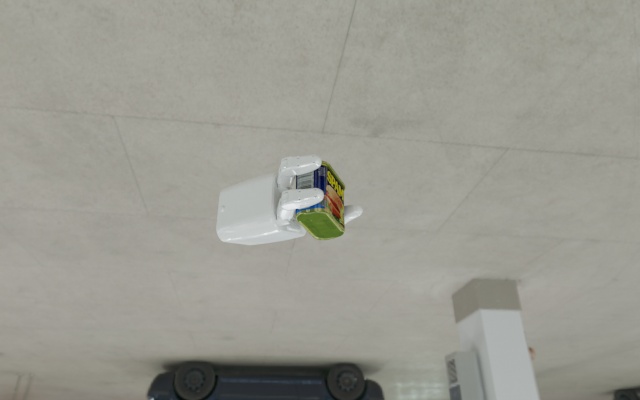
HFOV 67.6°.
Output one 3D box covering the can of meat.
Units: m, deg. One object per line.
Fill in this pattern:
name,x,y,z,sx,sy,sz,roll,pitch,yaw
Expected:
can of meat,0.000,0.003,0.717,0.057,0.084,0.102,-11,-31,19
